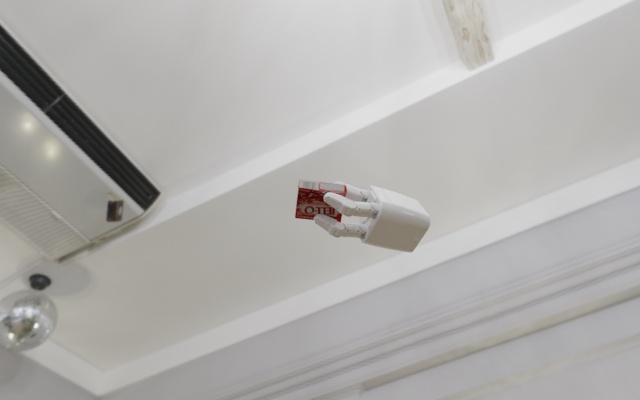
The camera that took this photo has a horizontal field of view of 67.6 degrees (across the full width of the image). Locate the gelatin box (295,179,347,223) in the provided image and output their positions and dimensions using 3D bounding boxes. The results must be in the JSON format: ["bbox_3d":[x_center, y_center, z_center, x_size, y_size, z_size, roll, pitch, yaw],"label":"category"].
[{"bbox_3d":[0.000,0.003,0.887,0.089,0.073,0.030,7,38,-2],"label":"gelatin box"}]
